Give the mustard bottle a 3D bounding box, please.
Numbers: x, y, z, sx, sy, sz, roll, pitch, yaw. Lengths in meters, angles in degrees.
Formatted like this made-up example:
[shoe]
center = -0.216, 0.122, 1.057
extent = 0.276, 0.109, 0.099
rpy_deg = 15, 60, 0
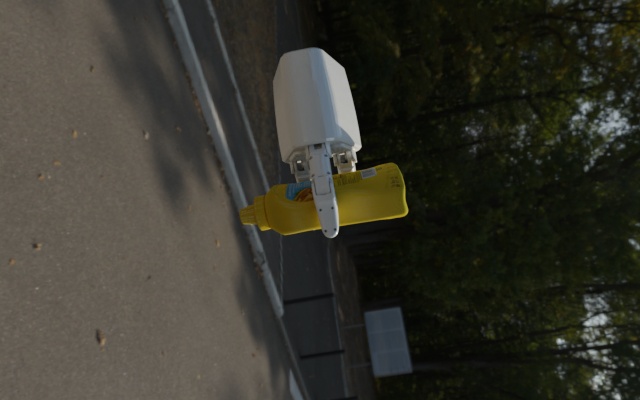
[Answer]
[mustard bottle]
center = 0.000, 0.002, 0.558
extent = 0.191, 0.058, 0.096
rpy_deg = -10, 20, 4
